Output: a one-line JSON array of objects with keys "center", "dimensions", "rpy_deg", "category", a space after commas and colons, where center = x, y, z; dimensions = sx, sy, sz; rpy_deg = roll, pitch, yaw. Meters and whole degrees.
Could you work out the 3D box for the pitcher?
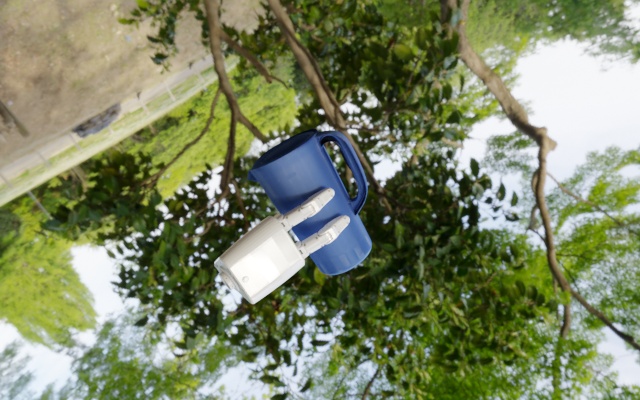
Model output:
[{"center": [0.000, 0.003, 0.831], "dimensions": [0.145, 0.243, 0.149], "rpy_deg": [-39, 19, -25], "category": "pitcher"}]
